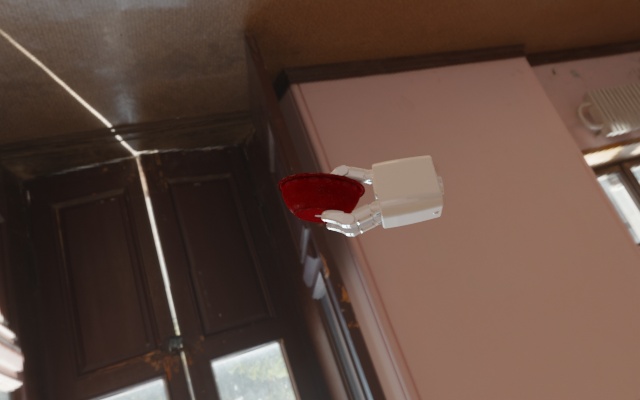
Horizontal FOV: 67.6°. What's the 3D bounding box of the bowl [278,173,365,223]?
[{"bbox_3d":[-0.001,0.003,0.872,0.162,0.055,0.162,4,-18,1],"label":"bowl"}]
